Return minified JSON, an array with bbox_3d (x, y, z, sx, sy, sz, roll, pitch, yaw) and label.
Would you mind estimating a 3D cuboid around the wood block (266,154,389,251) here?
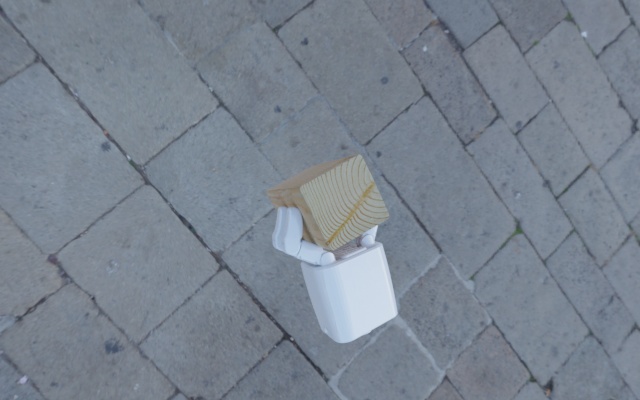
[{"bbox_3d":[0.001,0.002,0.670,0.091,0.090,0.206,-29,8,-16],"label":"wood block"}]
